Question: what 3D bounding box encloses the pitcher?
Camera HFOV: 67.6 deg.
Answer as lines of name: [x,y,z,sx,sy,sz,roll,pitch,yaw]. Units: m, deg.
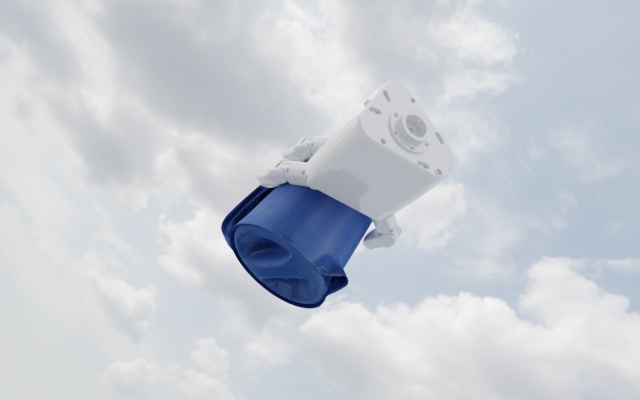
pitcher: [0.000,0.002,0.608,0.242,0.149,0.145,-50,7,-35]
